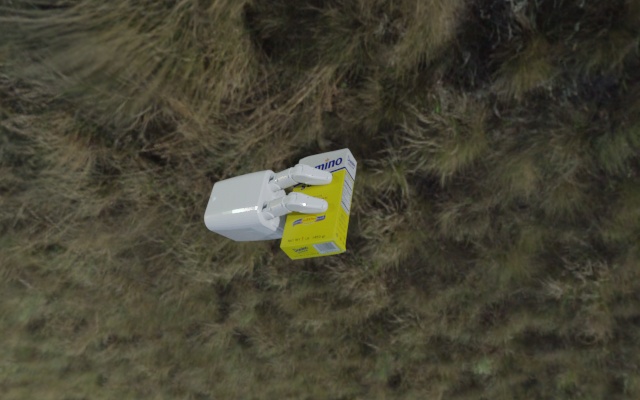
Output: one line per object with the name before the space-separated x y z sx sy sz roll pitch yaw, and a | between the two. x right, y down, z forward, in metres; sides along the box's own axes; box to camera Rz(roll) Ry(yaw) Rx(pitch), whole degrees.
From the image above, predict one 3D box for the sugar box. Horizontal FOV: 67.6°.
sugar box | 0.000 0.002 0.747 0.093 0.176 0.048 -10 -38 25
